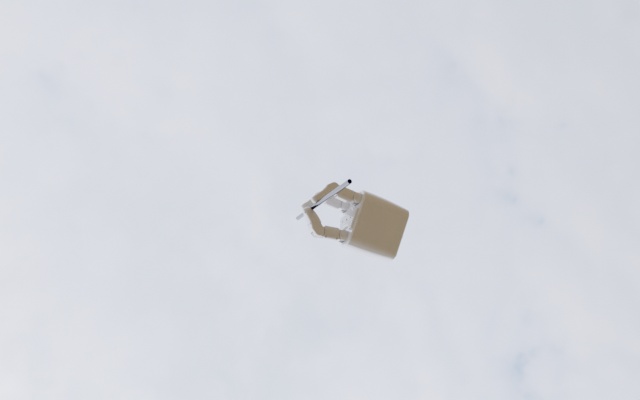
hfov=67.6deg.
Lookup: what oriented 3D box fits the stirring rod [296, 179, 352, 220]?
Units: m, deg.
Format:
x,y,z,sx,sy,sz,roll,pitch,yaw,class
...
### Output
x,y,z,sx,sy,sz,roll,pitch,yaw,class
0.000,0.003,0.853,0.011,0.011,0.239,0,-16,-23,stirring rod
